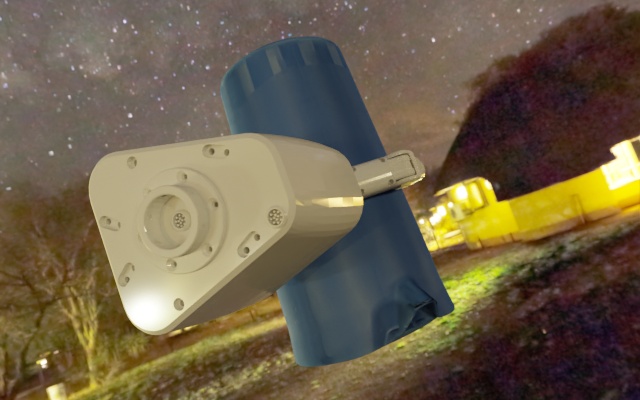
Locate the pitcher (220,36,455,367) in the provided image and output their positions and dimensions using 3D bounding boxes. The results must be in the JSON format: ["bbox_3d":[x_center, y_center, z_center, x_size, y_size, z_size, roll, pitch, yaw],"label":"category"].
[{"bbox_3d":[0.000,0.001,0.402,0.149,0.243,0.145,-22,-6,20],"label":"pitcher"}]
